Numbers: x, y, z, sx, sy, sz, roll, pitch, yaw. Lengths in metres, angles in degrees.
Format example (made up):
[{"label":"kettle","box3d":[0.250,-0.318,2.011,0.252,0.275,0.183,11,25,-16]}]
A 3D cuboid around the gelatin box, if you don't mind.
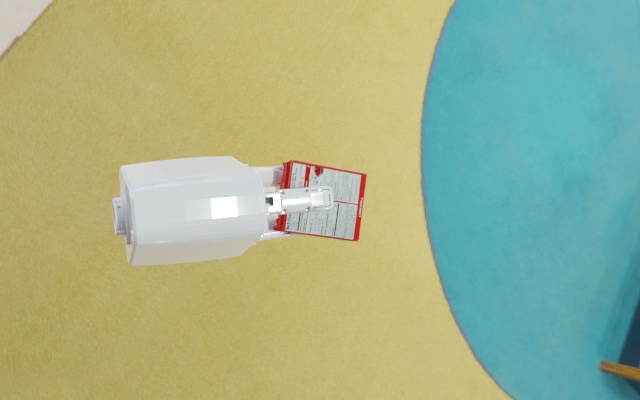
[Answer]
[{"label":"gelatin box","box3d":[0.001,0.002,0.497,0.089,0.073,0.030,9,-5,-21]}]
